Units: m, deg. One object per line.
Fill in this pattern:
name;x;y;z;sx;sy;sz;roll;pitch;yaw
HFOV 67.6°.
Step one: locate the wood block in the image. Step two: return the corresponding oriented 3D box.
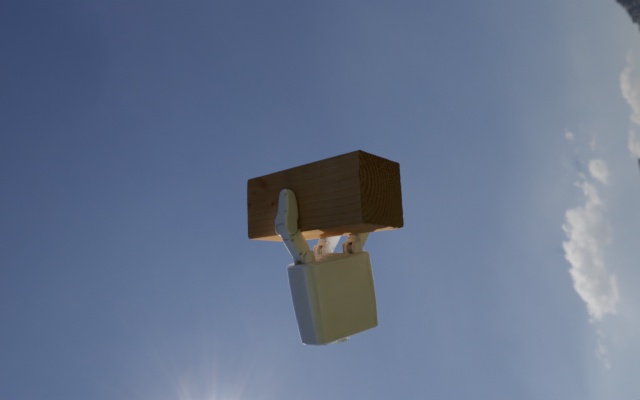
wood block;0.000;0.003;0.654;0.206;0.090;0.091;-11;-14;41
